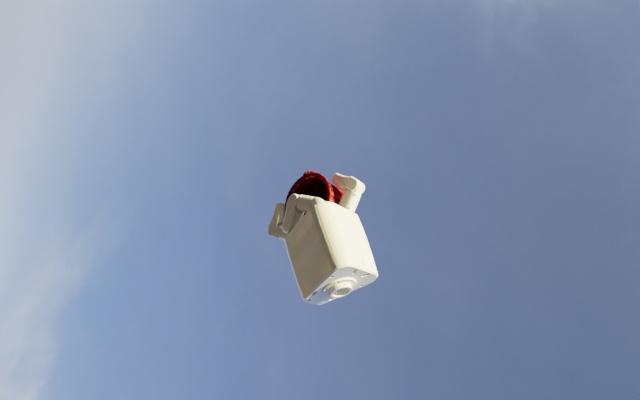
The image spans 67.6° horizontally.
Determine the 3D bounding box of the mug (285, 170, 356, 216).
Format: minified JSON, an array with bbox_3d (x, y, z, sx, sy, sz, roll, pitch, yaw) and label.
[{"bbox_3d":[0.000,0.002,0.782,0.093,0.117,0.081,-35,-38,24],"label":"mug"}]
